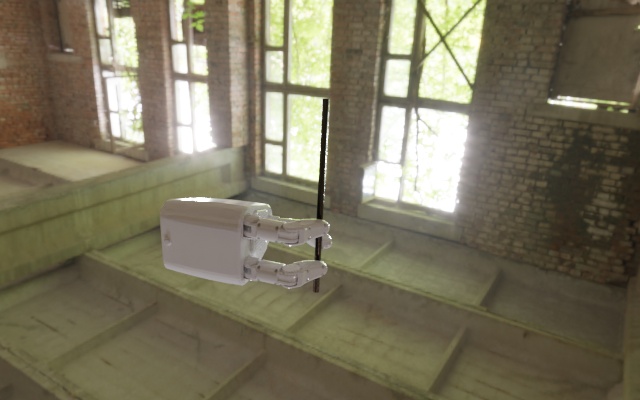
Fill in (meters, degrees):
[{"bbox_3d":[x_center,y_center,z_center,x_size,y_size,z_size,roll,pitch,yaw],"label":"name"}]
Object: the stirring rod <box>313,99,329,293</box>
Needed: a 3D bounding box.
[{"bbox_3d":[0.000,0.002,0.565,0.011,0.240,0.011,3,20,-1],"label":"stirring rod"}]
